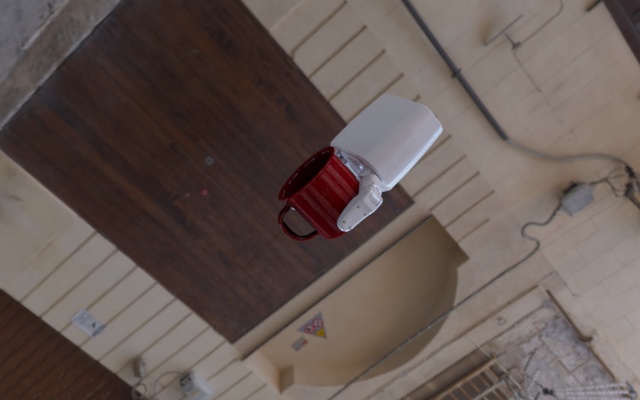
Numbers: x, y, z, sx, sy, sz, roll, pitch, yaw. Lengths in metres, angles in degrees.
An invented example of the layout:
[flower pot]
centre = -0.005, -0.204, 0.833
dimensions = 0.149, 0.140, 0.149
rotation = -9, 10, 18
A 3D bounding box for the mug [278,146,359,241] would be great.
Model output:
[mug]
centre = -0.001, 0.003, 0.594
dimensions = 0.081, 0.117, 0.093
rotation = 46, -4, -18
